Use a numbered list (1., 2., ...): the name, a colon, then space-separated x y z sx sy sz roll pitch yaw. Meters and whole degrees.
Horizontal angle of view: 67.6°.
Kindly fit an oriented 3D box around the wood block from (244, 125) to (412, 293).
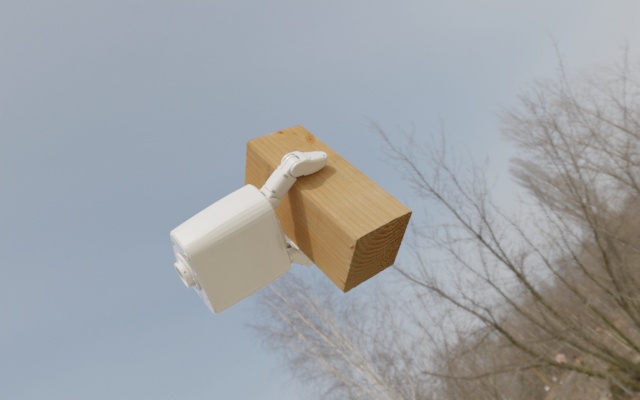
1. wood block: 0.000 0.002 0.593 0.090 0.091 0.206 -23 50 -34
